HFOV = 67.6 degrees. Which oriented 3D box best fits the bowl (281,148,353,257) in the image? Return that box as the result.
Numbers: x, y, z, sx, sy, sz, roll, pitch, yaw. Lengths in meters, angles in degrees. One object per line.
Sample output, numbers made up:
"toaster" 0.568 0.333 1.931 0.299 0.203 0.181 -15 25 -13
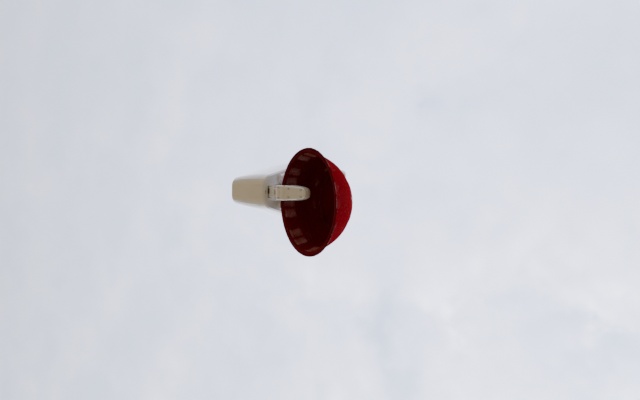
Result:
"bowl" 0.001 0.003 0.719 0.055 0.162 0.162 -1 0 -32
